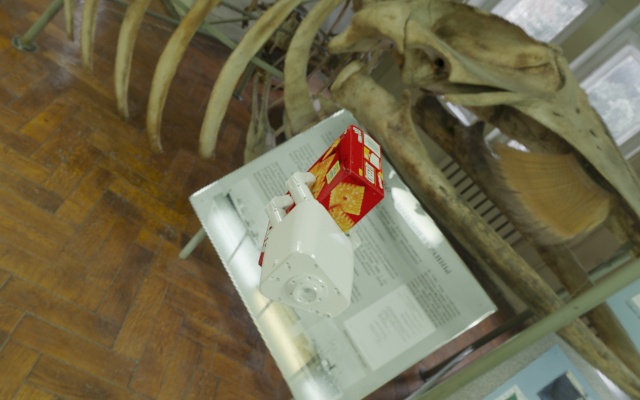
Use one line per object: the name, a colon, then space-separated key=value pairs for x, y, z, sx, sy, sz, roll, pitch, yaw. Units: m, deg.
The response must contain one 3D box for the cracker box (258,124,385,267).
cracker box: x=0.000 y=0.002 z=0.733 sx=0.072 sy=0.214 sz=0.164 roll=37 pitch=28 yaw=-17
